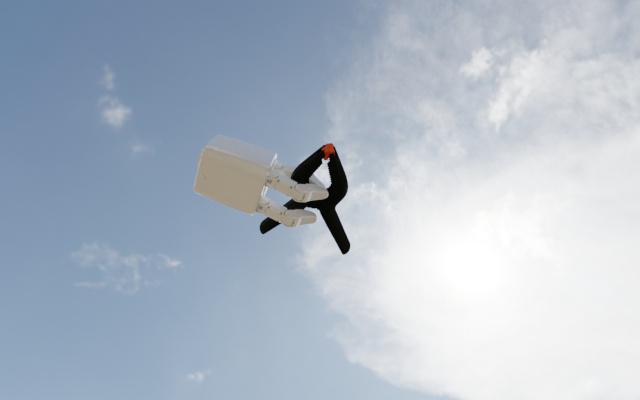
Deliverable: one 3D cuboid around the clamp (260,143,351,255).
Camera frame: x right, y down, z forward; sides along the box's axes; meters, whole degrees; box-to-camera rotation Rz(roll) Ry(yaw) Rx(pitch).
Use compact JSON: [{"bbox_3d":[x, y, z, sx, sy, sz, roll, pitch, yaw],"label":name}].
[{"bbox_3d":[0.000,0.002,0.800,0.164,0.210,0.036,19,35,-6],"label":"clamp"}]
